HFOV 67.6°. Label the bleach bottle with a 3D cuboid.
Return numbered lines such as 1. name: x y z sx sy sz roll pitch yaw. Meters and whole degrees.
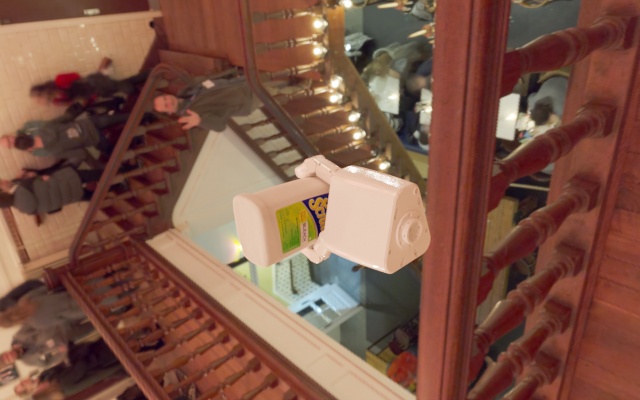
1. bleach bottle: 0.000 0.002 0.687 0.251 0.103 0.068 -24 30 -36
